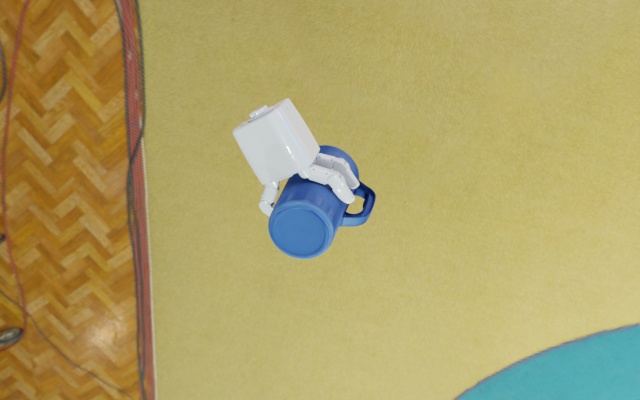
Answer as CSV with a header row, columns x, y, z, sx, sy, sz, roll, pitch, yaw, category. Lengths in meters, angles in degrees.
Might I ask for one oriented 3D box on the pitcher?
x,y,z,sx,sy,sz,roll,pitch,yaw,category
0.000,0.003,0.855,0.149,0.145,0.242,-23,18,21,pitcher
